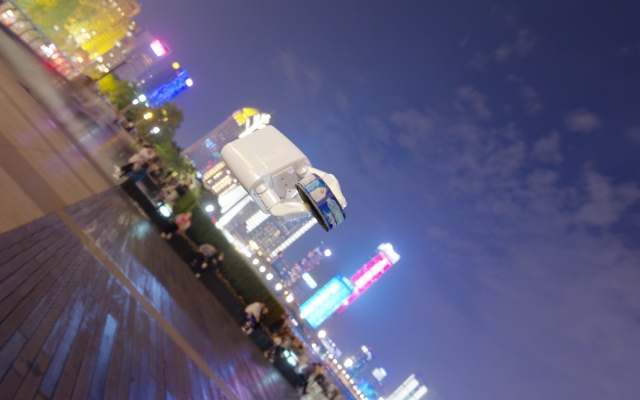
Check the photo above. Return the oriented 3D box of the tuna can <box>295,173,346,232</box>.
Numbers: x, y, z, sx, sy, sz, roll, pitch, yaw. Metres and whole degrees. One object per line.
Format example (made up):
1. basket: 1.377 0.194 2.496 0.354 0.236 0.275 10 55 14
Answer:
1. tuna can: 0.001 0.002 0.700 0.034 0.086 0.086 -35 5 -8
